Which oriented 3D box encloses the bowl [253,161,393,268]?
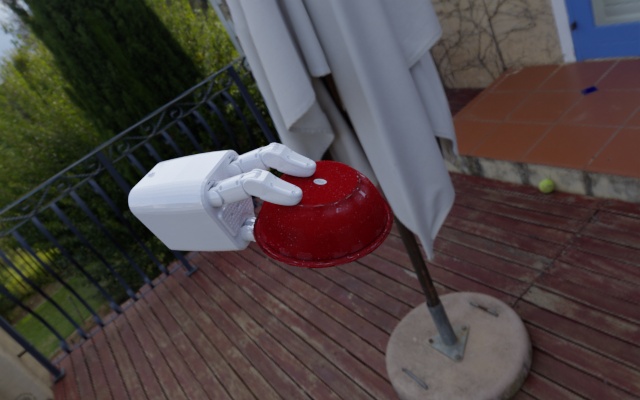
[{"bbox_3d":[0.001,0.001,0.535,0.162,0.055,0.162,-4,35,3],"label":"bowl"}]
